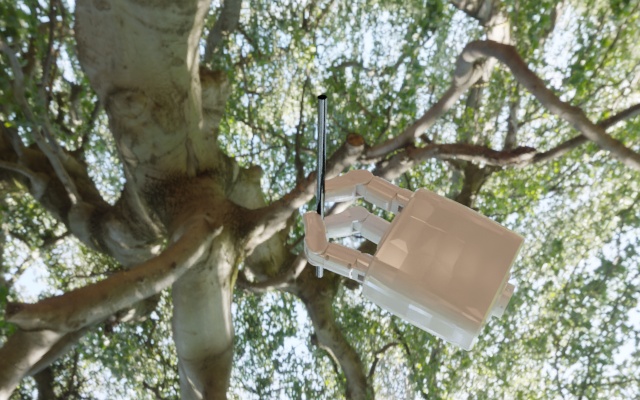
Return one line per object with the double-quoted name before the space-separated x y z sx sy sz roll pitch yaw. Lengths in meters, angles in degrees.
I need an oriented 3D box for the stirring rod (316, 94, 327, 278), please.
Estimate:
"stirring rod" 0.000 0.002 0.470 0.011 0.011 0.240 0 -45 0
